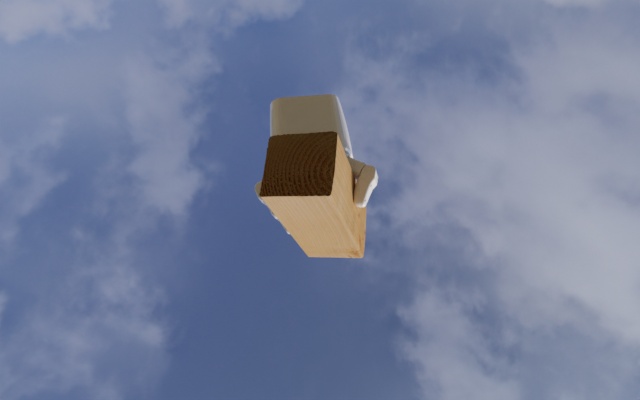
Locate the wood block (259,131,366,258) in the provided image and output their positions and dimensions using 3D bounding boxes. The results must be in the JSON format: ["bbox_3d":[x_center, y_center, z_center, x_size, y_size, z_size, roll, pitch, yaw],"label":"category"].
[{"bbox_3d":[0.000,0.002,0.656,0.091,0.090,0.206,-2,-27,16],"label":"wood block"}]
